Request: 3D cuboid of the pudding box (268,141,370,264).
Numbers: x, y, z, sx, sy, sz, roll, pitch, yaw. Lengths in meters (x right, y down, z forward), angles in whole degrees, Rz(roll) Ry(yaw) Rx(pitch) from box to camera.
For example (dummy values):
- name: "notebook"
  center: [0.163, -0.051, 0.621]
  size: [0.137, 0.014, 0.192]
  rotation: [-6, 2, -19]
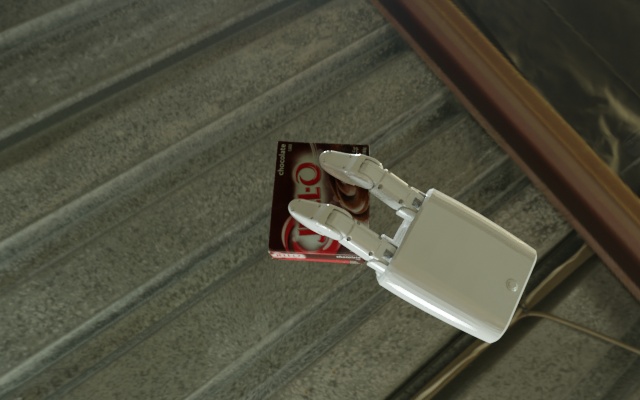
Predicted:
- name: "pudding box"
  center: [0.000, 0.002, 0.454]
  size: [0.090, 0.113, 0.039]
  rotation: [3, -22, 0]
